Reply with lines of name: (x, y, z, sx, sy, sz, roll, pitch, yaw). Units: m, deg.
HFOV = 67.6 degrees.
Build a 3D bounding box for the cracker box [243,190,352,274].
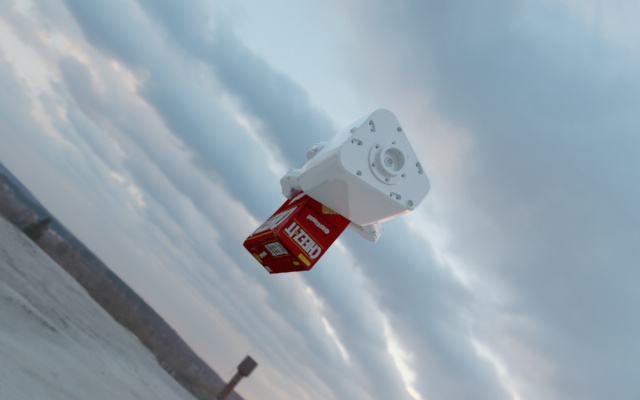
cracker box: (0.000, 0.002, 0.674, 0.213, 0.072, 0.164, -47, 9, -23)
